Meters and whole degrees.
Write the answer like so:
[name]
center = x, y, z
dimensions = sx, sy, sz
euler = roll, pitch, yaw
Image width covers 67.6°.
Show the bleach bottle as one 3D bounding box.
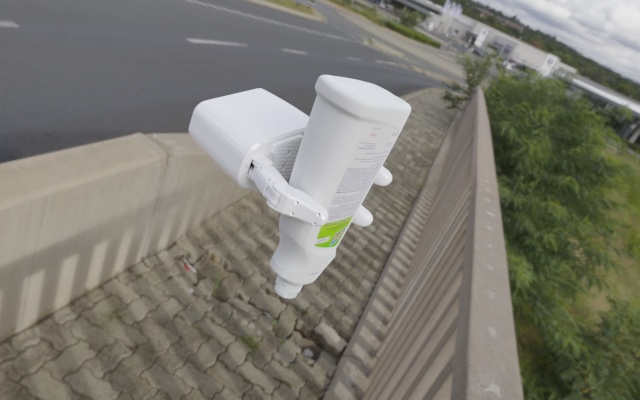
[bleach bottle]
center = 0.000, 0.002, 0.499
dimensions = 0.068, 0.251, 0.102
euler = 40, 29, 31
